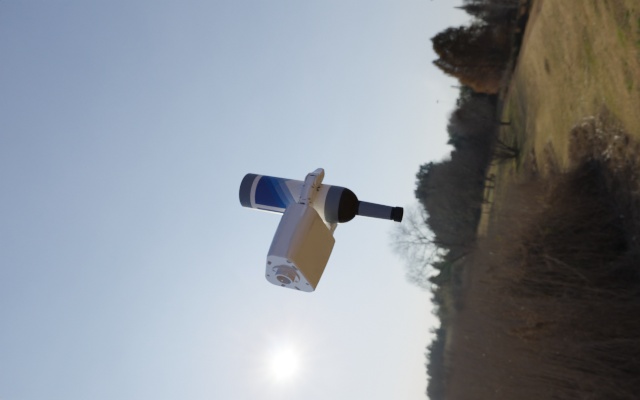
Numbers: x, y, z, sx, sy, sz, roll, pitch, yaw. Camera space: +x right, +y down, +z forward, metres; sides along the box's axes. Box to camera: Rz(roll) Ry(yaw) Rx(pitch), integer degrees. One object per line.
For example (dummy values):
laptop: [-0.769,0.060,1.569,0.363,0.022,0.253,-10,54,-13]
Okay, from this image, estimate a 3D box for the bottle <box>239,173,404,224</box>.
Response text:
bottle: [0.000,0.003,0.852,0.295,0.069,0.069,9,3,18]
